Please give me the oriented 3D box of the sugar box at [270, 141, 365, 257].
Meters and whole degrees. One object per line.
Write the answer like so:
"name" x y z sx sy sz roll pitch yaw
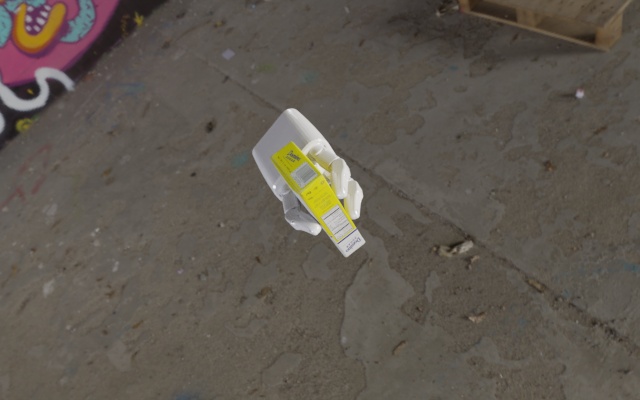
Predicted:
"sugar box" 0.000 0.002 0.695 0.093 0.048 0.176 51 -1 42
